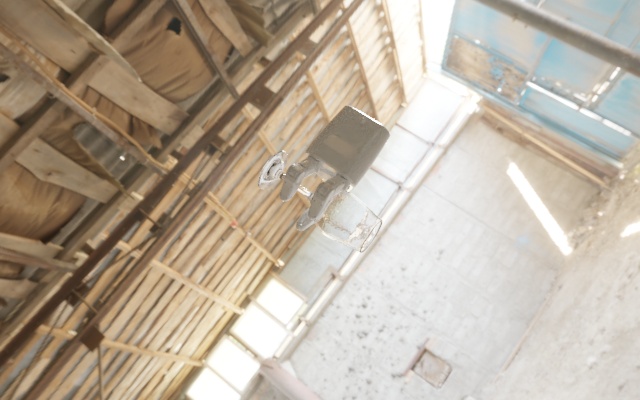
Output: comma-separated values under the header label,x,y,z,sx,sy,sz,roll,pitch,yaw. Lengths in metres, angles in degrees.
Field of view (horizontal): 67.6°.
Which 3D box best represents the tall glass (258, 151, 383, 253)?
label,x,y,z,sx,sy,sz,roll,pitch,yaw
tall glass,-0.001,0.002,0.764,0.201,0.079,0.079,34,11,16
